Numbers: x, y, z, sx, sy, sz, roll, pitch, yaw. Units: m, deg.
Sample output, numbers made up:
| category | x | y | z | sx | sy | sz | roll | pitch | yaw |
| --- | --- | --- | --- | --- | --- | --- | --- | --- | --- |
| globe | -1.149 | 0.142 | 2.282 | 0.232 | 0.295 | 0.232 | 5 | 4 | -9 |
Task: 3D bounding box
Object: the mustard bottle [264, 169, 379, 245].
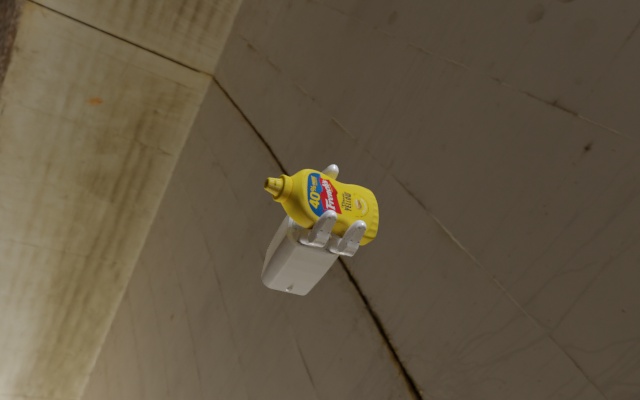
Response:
| category | x | y | z | sx | sy | sz | roll | pitch | yaw |
| --- | --- | --- | --- | --- | --- | --- | --- | --- | --- |
| mustard bottle | 0.001 | 0.002 | 0.744 | 0.192 | 0.096 | 0.058 | 19 | -35 | -28 |
